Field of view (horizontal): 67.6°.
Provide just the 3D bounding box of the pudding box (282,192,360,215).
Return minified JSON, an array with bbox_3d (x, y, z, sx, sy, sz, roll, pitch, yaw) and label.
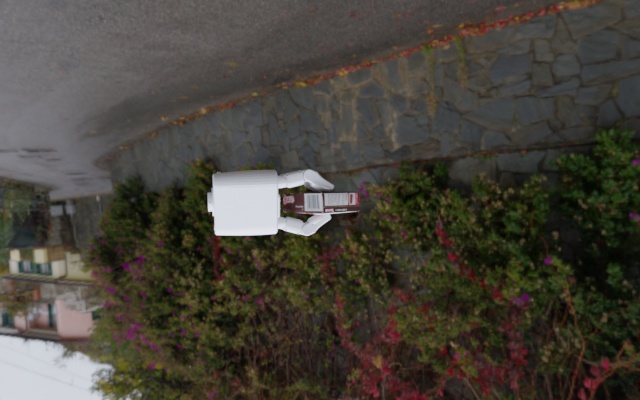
[{"bbox_3d":[0.000,0.003,0.853,0.090,0.039,0.113,-3,4,-41],"label":"pudding box"}]
